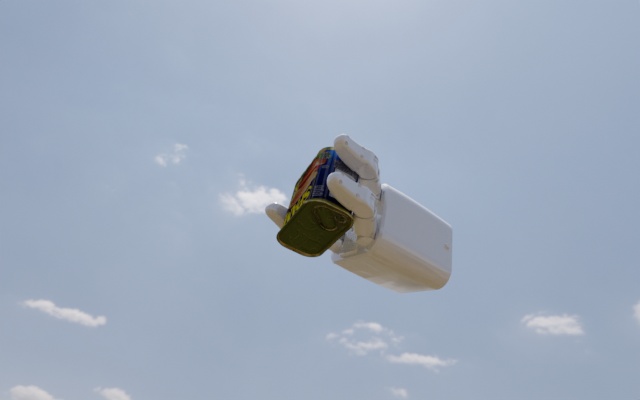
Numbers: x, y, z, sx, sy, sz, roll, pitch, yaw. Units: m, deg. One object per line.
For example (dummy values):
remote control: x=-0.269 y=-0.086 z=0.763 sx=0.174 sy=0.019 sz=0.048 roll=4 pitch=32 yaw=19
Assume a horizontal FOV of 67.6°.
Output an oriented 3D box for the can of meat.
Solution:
can of meat: x=0.000 y=0.002 z=0.534 sx=0.057 sy=0.084 sz=0.102 roll=26 pitch=-40 yaw=-14
